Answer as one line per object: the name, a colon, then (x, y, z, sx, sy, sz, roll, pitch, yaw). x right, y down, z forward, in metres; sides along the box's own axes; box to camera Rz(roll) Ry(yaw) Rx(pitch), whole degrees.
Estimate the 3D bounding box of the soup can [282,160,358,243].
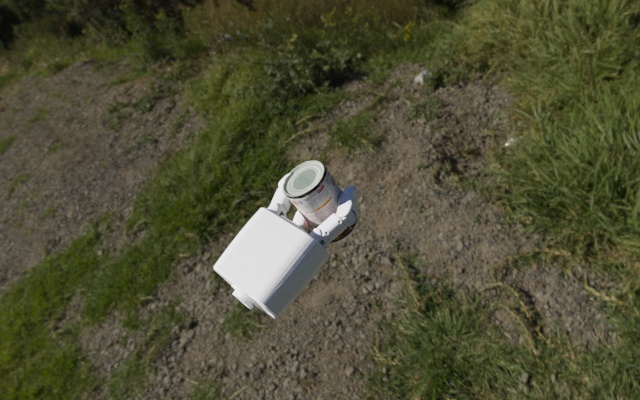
soup can: (0.000, 0.002, 0.667, 0.068, 0.068, 0.102, 0, -39, 37)
